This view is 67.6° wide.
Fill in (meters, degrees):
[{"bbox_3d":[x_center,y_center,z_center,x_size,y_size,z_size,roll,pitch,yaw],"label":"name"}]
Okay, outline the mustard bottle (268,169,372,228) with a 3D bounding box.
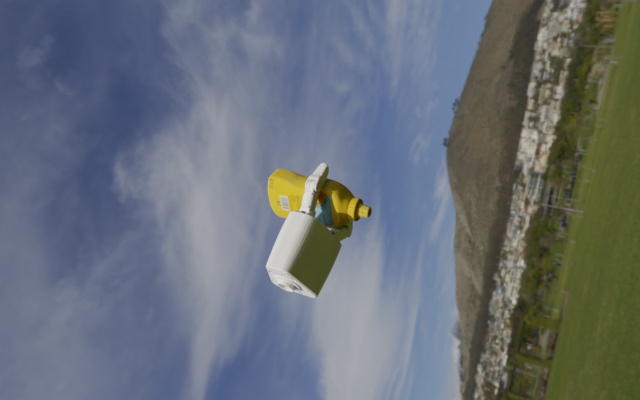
[{"bbox_3d":[0.000,0.003,0.858,0.191,0.096,0.058,12,39,26],"label":"mustard bottle"}]
